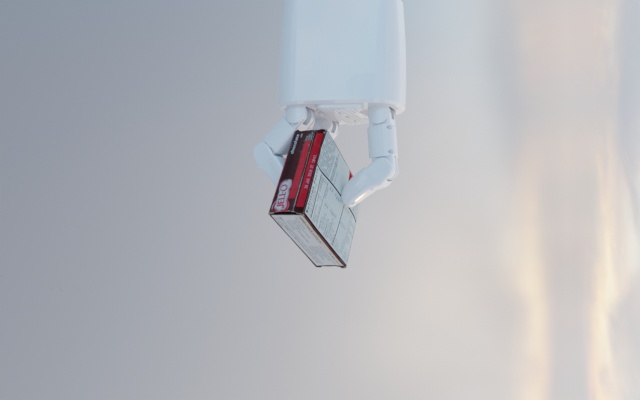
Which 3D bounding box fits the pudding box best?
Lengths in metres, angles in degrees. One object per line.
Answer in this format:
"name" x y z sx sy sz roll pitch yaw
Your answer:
"pudding box" 0.000 0.001 0.451 0.039 0.090 0.114 0 -31 27
